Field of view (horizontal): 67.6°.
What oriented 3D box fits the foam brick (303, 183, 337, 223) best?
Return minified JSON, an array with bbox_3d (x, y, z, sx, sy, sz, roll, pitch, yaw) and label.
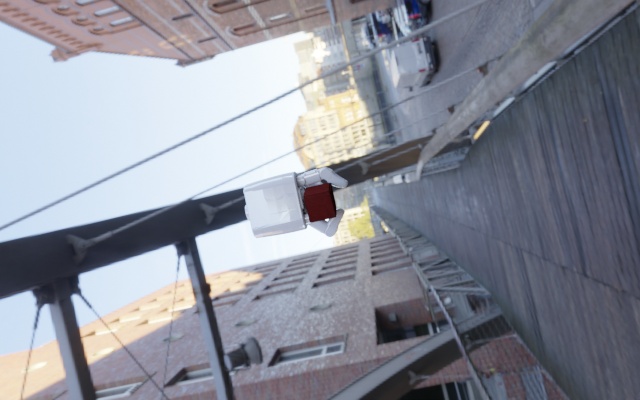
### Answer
[{"bbox_3d":[0.000,0.003,0.898,0.051,0.053,0.078,-12,13,5],"label":"foam brick"}]
